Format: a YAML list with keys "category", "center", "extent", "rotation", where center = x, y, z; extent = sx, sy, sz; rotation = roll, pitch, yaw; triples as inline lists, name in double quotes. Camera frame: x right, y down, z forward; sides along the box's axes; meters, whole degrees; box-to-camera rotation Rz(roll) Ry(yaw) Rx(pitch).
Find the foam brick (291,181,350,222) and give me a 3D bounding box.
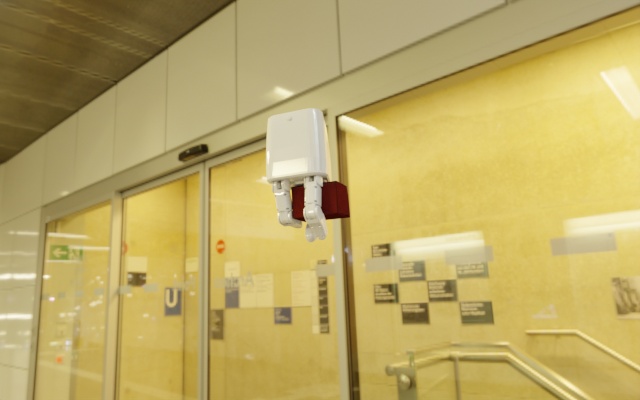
- category: "foam brick"
  center: [0.000, 0.003, 0.743]
  extent: [0.078, 0.051, 0.053]
  rotation: [-7, -12, 21]
